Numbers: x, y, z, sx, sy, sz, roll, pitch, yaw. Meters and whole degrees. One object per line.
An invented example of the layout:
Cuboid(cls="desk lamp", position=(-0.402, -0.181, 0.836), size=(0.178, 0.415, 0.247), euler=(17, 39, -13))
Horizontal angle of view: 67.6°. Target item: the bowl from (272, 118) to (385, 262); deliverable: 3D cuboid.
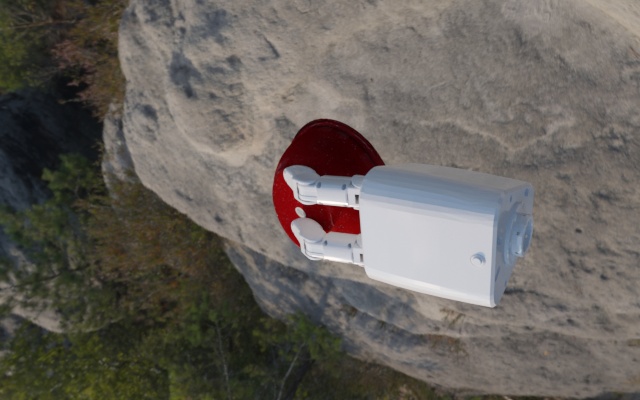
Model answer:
Cuboid(cls="bowl", position=(-0.001, 0.002, 0.488), size=(0.055, 0.162, 0.162), euler=(-25, 16, -36))
